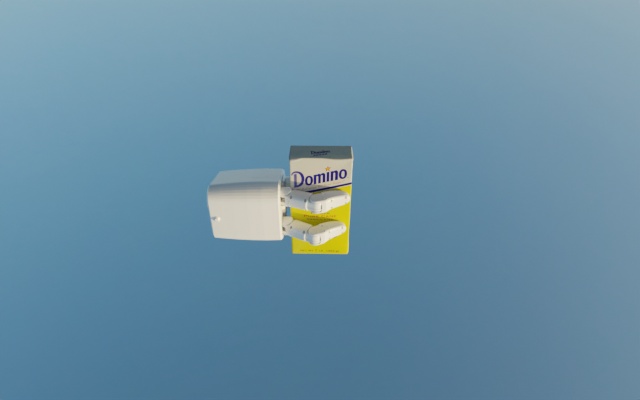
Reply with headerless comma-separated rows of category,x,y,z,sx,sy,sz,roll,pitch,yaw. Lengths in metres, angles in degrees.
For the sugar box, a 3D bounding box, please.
sugar box,0.000,0.003,0.731,0.093,0.176,0.048,0,36,0
